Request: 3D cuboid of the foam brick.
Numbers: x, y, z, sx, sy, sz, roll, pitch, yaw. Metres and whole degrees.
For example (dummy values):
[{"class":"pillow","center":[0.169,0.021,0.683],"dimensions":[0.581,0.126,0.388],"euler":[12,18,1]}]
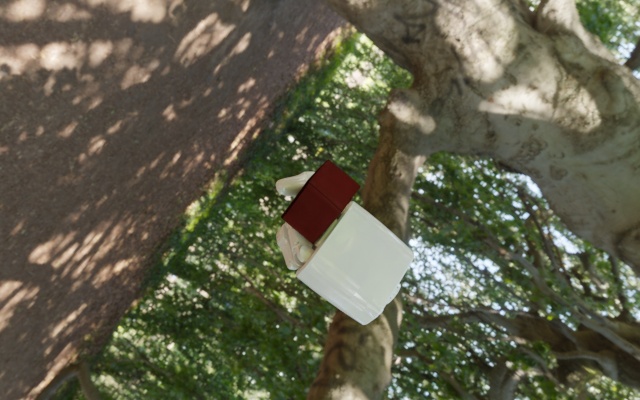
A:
[{"class":"foam brick","center":[0.000,0.002,0.555],"dimensions":[0.053,0.051,0.078],"euler":[-49,-1,-44]}]
